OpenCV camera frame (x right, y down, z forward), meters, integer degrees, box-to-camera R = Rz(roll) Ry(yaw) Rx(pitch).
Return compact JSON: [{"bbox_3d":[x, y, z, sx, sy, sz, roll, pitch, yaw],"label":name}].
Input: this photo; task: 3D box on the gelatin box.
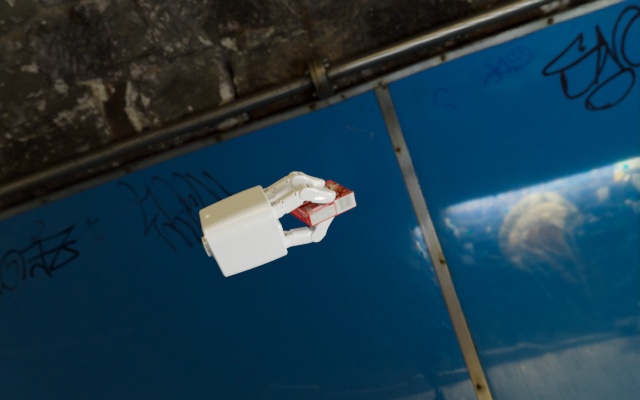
[{"bbox_3d":[0.001,0.003,0.769,0.089,0.030,0.073,-24,28,-22],"label":"gelatin box"}]
